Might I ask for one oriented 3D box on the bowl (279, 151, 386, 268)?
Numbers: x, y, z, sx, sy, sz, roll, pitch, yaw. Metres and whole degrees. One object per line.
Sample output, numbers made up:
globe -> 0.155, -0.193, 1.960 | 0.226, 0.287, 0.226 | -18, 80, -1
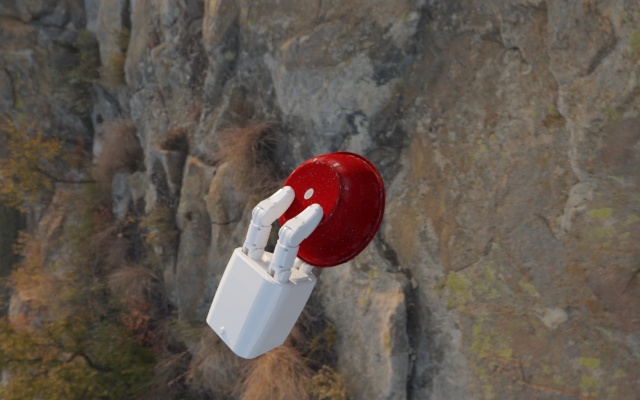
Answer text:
bowl -> 0.000, 0.001, 0.616 | 0.162, 0.162, 0.055 | 0, -18, 35
